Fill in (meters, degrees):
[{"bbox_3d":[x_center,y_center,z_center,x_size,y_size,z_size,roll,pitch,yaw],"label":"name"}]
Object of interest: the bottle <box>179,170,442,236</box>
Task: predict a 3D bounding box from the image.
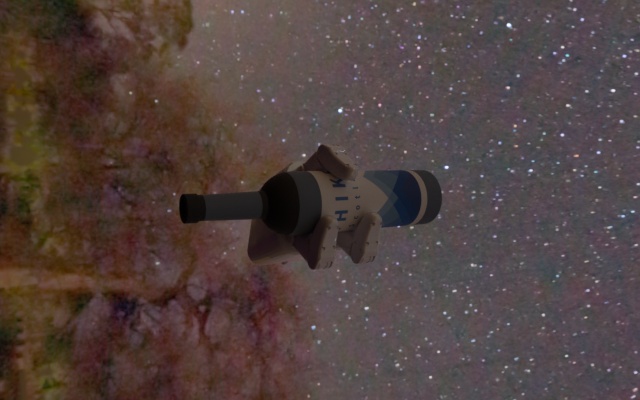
[{"bbox_3d":[0.000,0.002,0.511,0.296,0.069,0.069,-3,1,-31],"label":"bottle"}]
